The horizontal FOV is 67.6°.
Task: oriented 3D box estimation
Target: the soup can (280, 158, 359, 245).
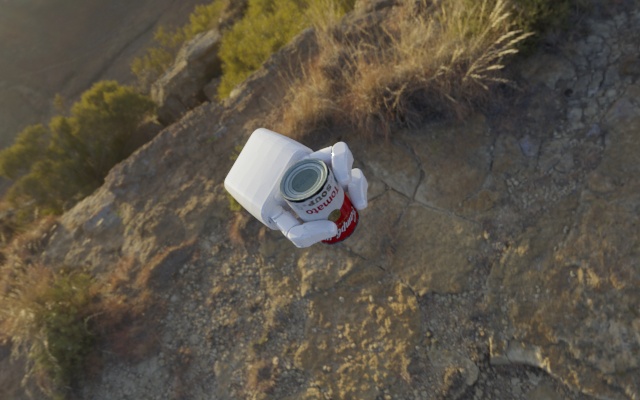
[{"bbox_3d":[0.000,0.002,0.608,0.068,0.068,0.102,0,-35,30],"label":"soup can"}]
